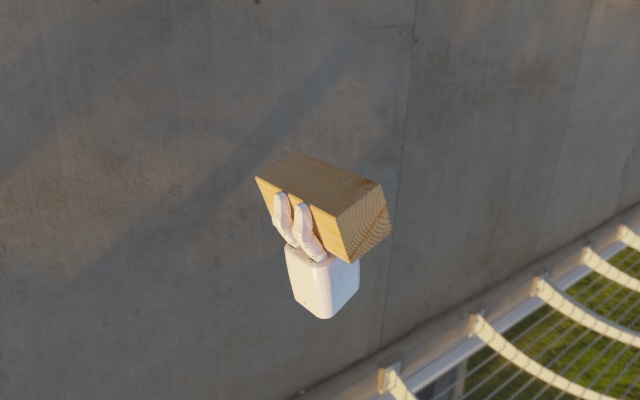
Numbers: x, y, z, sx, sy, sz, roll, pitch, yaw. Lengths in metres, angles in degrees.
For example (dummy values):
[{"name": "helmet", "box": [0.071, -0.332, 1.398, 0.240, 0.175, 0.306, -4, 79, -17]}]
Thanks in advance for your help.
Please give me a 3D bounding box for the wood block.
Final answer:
[{"name": "wood block", "box": [0.001, 0.003, 0.739, 0.091, 0.090, 0.206, -36, 37, -24]}]
